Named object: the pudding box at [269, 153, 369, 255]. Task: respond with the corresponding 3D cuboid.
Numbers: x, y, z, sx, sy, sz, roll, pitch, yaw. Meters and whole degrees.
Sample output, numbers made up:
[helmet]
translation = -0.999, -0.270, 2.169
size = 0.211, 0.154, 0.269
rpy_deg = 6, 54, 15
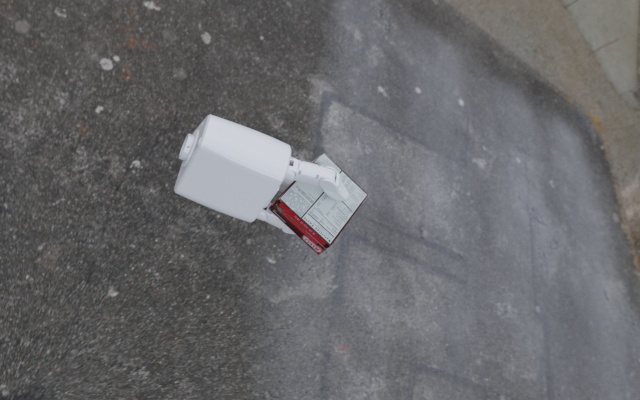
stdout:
[pudding box]
translation = 0.000, 0.002, 0.631
size = 0.113, 0.090, 0.039
rpy_deg = -49, 6, -37
